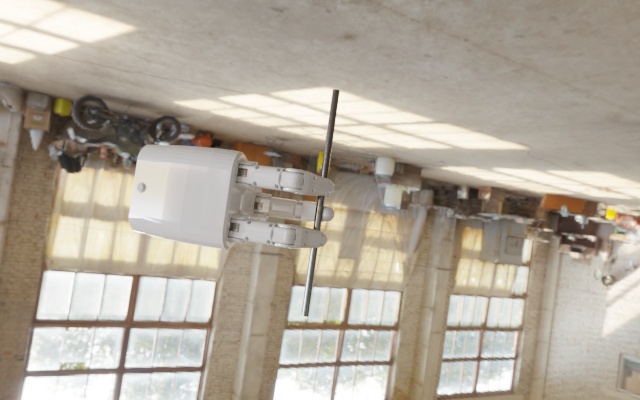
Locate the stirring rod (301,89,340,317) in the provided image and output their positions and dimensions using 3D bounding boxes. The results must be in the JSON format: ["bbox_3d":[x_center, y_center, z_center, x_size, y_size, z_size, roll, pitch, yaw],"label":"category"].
[{"bbox_3d":[0.000,0.002,0.504,0.011,0.239,0.011,8,-2,0],"label":"stirring rod"}]
